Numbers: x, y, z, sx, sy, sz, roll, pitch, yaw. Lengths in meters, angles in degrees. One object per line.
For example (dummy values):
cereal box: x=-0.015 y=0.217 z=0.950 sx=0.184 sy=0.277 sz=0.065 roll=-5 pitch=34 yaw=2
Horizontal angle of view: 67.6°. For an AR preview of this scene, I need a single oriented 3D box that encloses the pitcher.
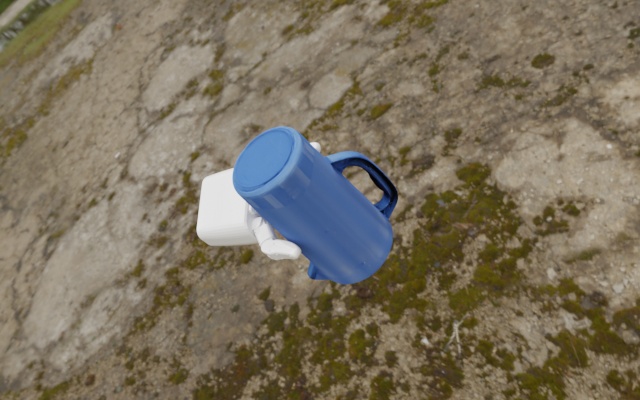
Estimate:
pitcher: x=0.000 y=0.002 z=0.667 sx=0.145 sy=0.149 sz=0.243 roll=-7 pitch=-35 yaw=34
